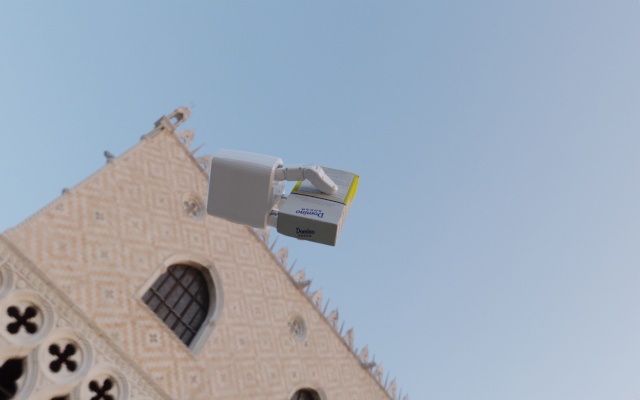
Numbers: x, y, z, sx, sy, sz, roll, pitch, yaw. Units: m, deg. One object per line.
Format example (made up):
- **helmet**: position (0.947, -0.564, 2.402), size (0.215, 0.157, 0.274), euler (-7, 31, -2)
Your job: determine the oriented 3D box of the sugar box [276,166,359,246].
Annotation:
- **sugar box**: position (0.000, 0.003, 0.764), size (0.093, 0.048, 0.176), euler (12, 32, 10)
